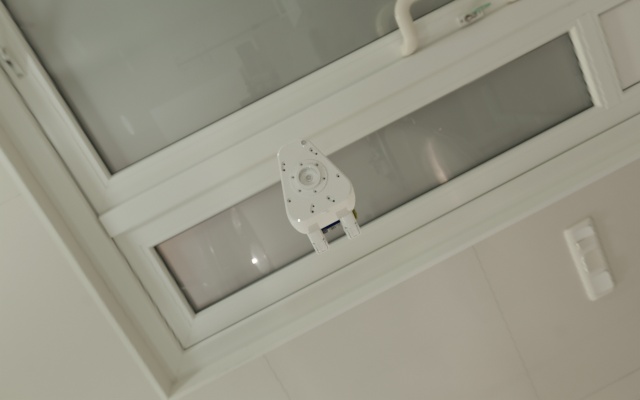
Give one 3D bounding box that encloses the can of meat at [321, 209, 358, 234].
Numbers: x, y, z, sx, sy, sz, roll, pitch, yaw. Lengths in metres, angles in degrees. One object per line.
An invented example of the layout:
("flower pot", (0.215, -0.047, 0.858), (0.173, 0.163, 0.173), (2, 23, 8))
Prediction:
("can of meat", (0.000, 0.003, 0.768), (0.084, 0.102, 0.057), (-27, -8, -2))
